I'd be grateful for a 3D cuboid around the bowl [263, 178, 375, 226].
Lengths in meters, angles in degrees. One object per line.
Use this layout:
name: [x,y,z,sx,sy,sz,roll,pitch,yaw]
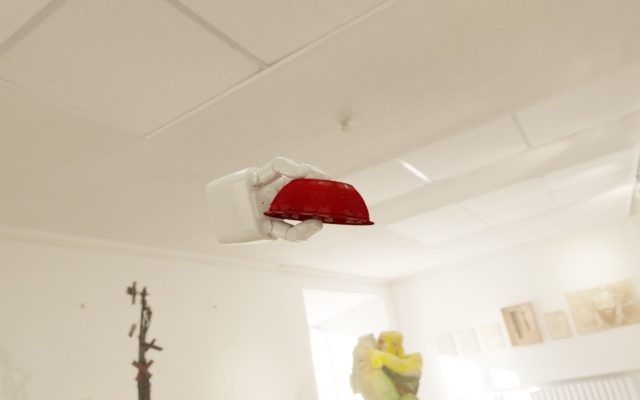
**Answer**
bowl: [0.001,0.002,0.691,0.162,0.055,0.162,6,-6,1]
